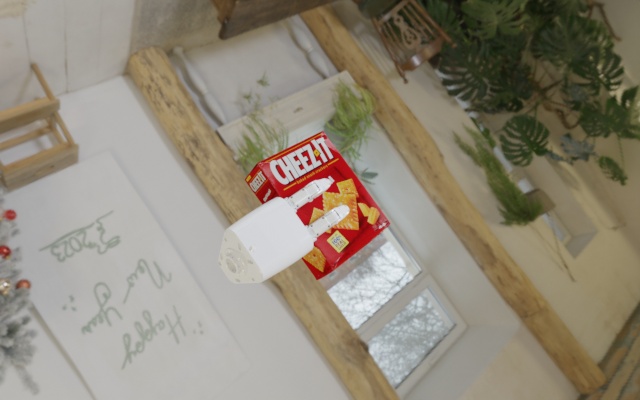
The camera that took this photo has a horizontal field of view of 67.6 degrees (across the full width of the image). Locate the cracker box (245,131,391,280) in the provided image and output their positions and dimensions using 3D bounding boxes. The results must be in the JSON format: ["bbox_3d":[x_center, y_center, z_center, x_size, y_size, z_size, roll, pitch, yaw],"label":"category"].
[{"bbox_3d":[0.000,0.003,0.829,0.164,0.213,0.072,-32,-5,-38],"label":"cracker box"}]
